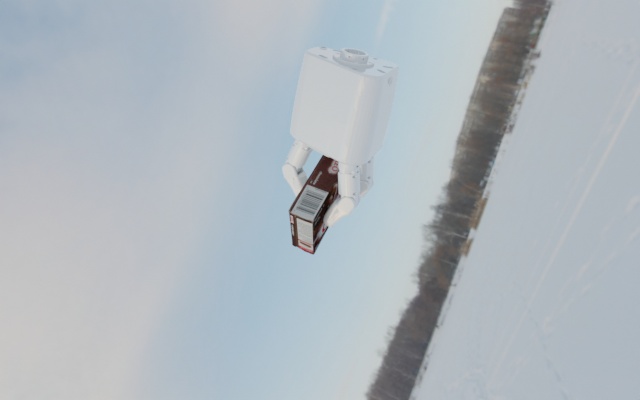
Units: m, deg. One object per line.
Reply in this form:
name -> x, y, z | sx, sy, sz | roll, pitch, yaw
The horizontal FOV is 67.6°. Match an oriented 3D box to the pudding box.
pudding box -> 0.000, 0.002, 0.637 | 0.039, 0.113, 0.090 | 23, -30, 16
